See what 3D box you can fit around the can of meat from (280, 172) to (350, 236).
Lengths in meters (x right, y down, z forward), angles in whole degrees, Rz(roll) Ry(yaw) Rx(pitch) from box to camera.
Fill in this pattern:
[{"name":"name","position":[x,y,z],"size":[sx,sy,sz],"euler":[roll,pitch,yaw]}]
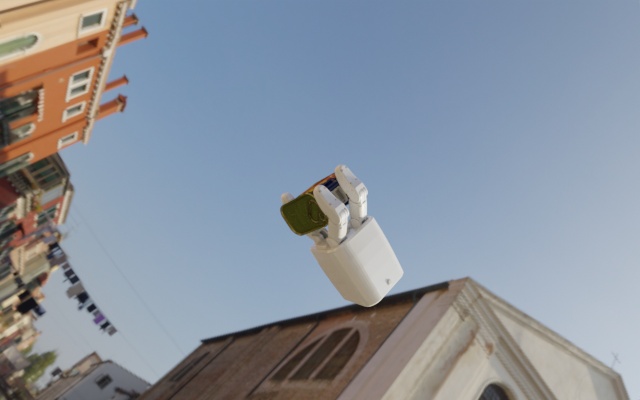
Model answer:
[{"name":"can of meat","position":[0.000,0.002,0.738],"size":[0.084,0.057,0.102],"euler":[-38,8,-36]}]
